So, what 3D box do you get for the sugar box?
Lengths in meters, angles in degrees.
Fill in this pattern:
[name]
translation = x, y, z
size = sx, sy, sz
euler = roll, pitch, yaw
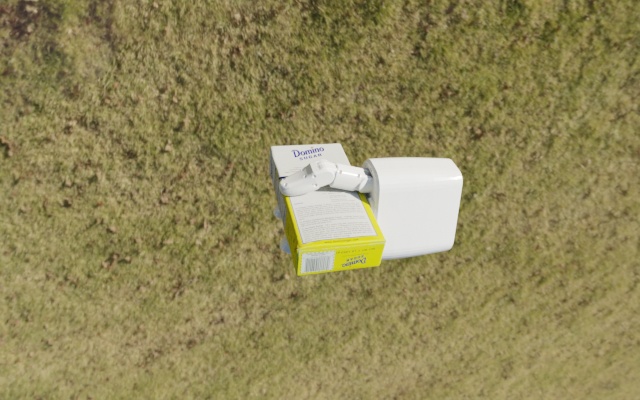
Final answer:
[sugar box]
translation = 0.000, 0.002, 0.543
size = 0.093, 0.048, 0.176
euler = -4, 39, -14
